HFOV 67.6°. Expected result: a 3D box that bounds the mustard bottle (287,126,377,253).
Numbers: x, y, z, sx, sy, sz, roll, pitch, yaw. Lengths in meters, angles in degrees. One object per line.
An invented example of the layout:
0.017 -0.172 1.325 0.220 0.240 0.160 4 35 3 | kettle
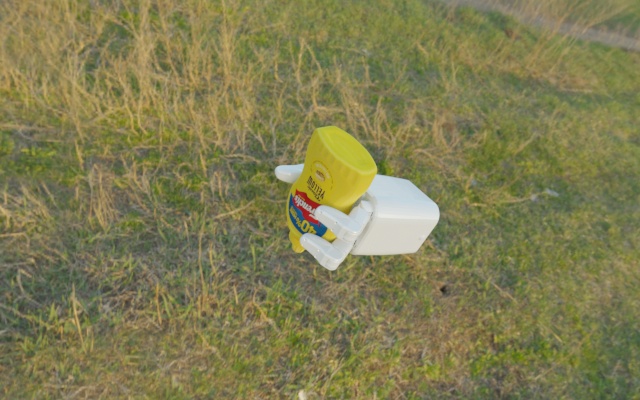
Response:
0.000 0.002 0.641 0.058 0.192 0.096 -18 56 -42 | mustard bottle
